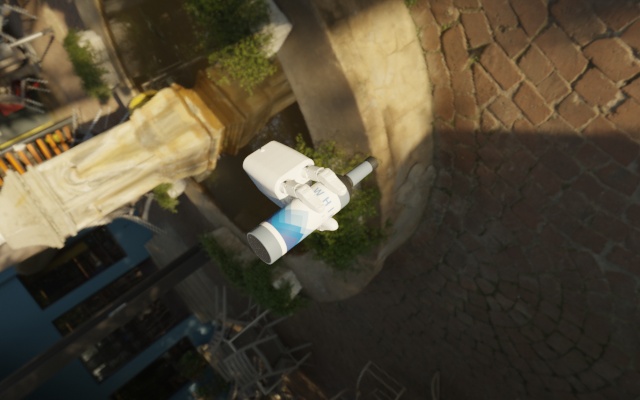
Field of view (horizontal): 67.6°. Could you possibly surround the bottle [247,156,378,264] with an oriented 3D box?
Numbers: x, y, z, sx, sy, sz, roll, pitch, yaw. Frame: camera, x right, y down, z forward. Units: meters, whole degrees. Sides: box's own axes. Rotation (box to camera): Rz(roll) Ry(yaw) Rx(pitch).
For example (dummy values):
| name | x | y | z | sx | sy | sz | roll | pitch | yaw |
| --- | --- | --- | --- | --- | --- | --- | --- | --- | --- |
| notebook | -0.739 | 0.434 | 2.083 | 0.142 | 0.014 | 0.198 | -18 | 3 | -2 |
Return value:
| name | x | y | z | sx | sy | sz | roll | pitch | yaw |
| --- | --- | --- | --- | --- | --- | --- | --- | --- | --- |
| bottle | 0.000 | 0.003 | 0.880 | 0.295 | 0.069 | 0.069 | -37 | 19 | -27 |
